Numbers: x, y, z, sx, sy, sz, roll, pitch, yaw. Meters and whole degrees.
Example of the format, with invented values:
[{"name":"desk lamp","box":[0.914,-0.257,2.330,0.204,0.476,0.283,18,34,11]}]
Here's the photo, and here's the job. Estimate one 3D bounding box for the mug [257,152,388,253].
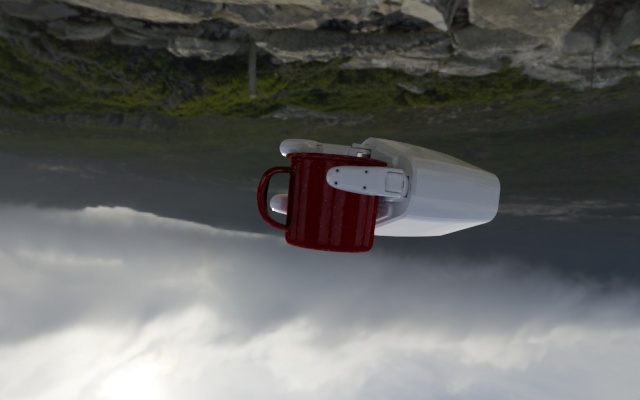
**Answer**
[{"name":"mug","box":[-0.001,0.002,0.430,0.117,0.081,0.093,5,0,-24]}]
